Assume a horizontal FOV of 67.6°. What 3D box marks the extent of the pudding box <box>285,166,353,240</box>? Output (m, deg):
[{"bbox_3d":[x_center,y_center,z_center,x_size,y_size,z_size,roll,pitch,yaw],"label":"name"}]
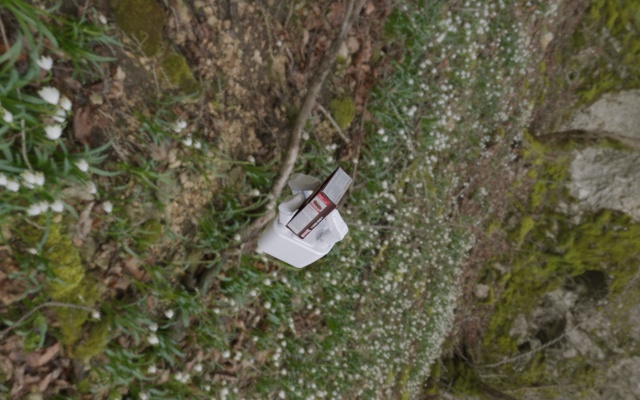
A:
[{"bbox_3d":[0.000,0.003,0.760,0.090,0.039,0.113,-46,6,28],"label":"pudding box"}]
